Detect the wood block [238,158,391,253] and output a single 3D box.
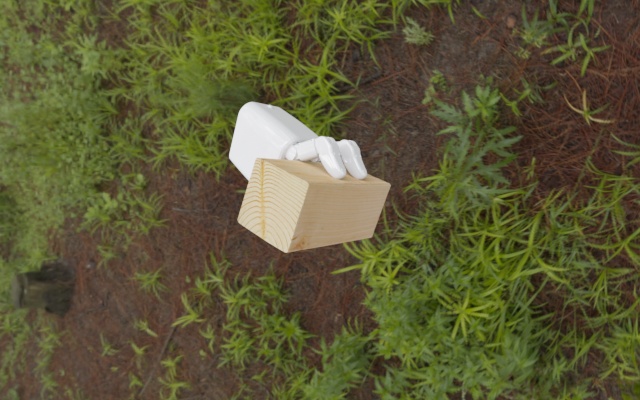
[{"bbox_3d":[0.000,0.002,0.652,0.090,0.091,0.206,28,17,31],"label":"wood block"}]
